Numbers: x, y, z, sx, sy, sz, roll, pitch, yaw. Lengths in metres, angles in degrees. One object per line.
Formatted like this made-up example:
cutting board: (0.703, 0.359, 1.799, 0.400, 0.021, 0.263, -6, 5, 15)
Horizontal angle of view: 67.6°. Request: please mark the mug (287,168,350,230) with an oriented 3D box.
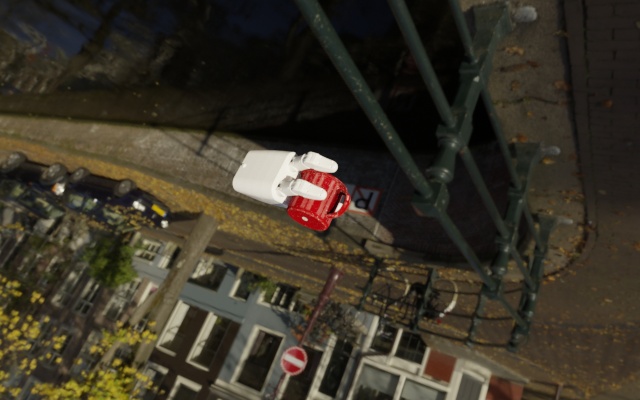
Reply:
mug: (0.001, 0.003, 0.854, 0.117, 0.081, 0.093, 10, -25, 35)
